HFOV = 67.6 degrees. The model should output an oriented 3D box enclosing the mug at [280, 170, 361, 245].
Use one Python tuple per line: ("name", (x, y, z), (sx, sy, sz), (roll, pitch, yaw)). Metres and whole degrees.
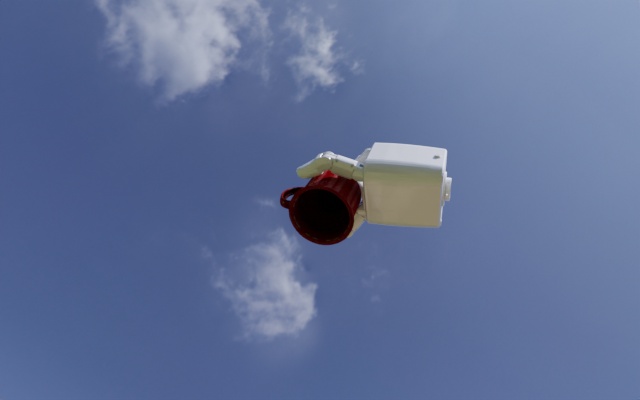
("mug", (-0.001, 0.002, 0.686), (0.117, 0.093, 0.081), (7, 28, 15))
